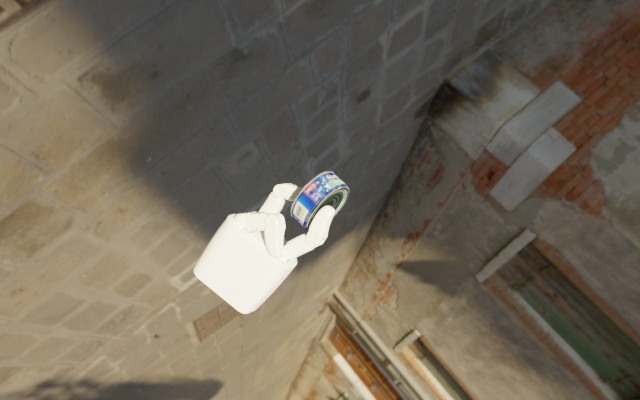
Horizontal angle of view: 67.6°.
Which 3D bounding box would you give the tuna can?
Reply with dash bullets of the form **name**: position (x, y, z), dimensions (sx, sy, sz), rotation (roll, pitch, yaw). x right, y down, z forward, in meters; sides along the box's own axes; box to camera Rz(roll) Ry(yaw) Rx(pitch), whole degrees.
- **tuna can**: position (0.001, 0.003, 0.671), dimensions (0.033, 0.086, 0.086), rotation (43, 18, 21)
